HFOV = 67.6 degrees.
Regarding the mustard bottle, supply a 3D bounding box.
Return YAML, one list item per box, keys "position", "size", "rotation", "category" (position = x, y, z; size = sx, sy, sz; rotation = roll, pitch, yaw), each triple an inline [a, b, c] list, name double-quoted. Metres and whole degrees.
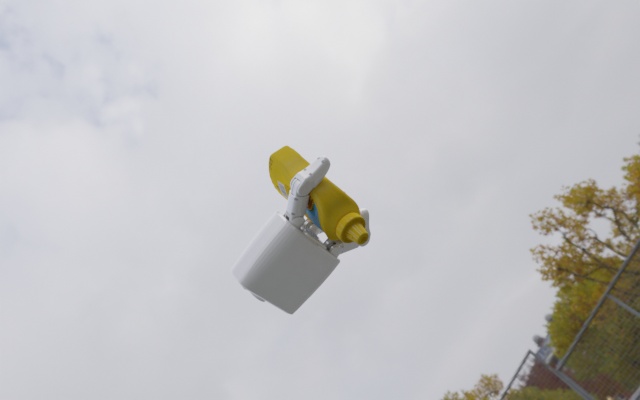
- position: [0.000, 0.002, 0.664]
  size: [0.058, 0.096, 0.191]
  rotation: [-34, 46, -16]
  category: "mustard bottle"
